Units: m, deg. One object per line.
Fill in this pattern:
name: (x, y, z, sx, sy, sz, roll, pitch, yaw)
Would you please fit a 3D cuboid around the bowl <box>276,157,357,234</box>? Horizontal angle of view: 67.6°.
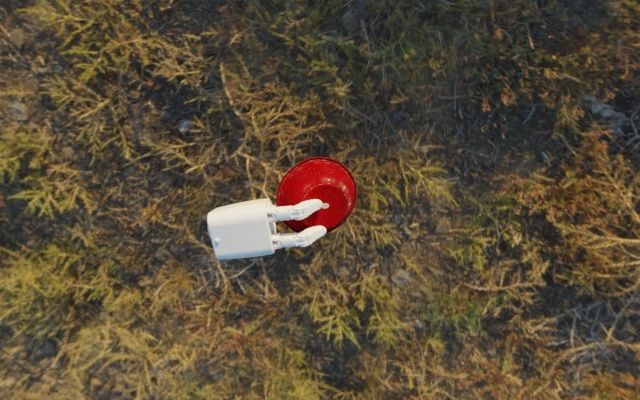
bowl: (0.001, 0.003, 0.900, 0.162, 0.162, 0.055, 0, 21, -17)
